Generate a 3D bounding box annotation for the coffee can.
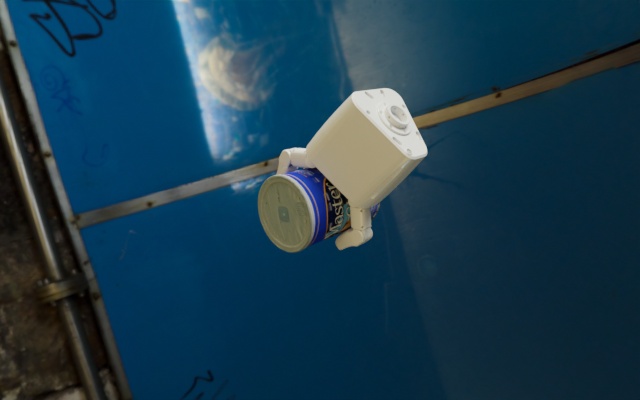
[{"bbox_3d":[0.000,0.002,0.657,0.103,0.103,0.140,0,13,45],"label":"coffee can"}]
